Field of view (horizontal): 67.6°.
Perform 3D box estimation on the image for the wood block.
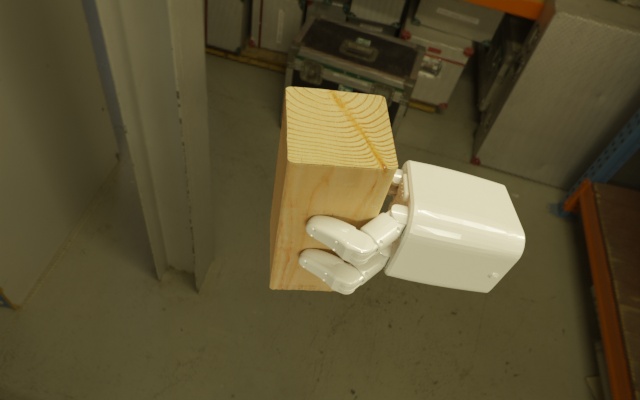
[{"bbox_3d":[0.000,0.001,0.470,0.090,0.090,0.206,3,-38,-8],"label":"wood block"}]
